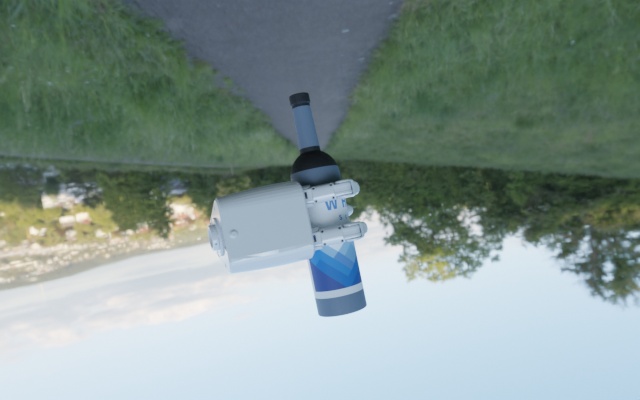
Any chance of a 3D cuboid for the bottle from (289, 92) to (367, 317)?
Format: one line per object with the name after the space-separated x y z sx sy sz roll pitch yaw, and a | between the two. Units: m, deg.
0.000 0.002 0.641 0.069 0.295 0.069 -12 -1 0 | bottle
